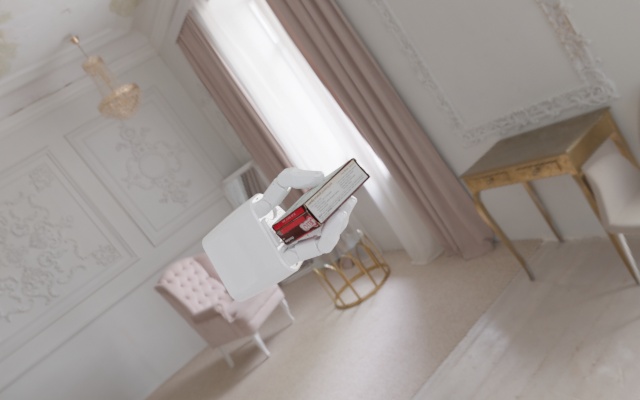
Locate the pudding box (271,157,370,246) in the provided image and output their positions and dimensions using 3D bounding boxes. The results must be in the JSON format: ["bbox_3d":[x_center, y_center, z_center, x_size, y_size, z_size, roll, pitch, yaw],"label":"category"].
[{"bbox_3d":[0.000,0.002,0.611,0.113,0.039,0.090,-46,8,-37],"label":"pudding box"}]
